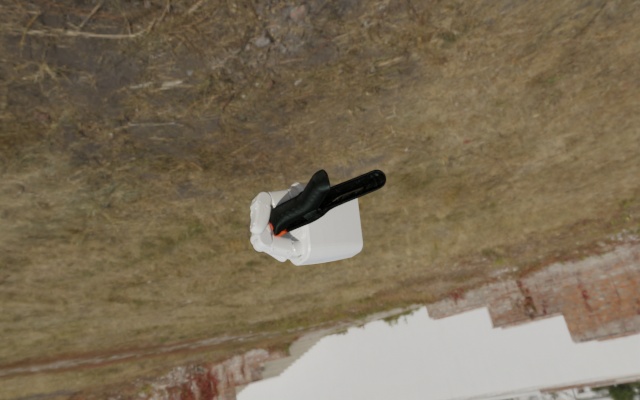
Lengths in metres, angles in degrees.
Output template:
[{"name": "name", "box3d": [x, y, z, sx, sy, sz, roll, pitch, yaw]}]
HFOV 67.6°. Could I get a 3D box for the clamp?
[{"name": "clamp", "box3d": [0.000, 0.003, 0.609, 0.120, 0.039, 0.171, -1, -20, -37]}]
